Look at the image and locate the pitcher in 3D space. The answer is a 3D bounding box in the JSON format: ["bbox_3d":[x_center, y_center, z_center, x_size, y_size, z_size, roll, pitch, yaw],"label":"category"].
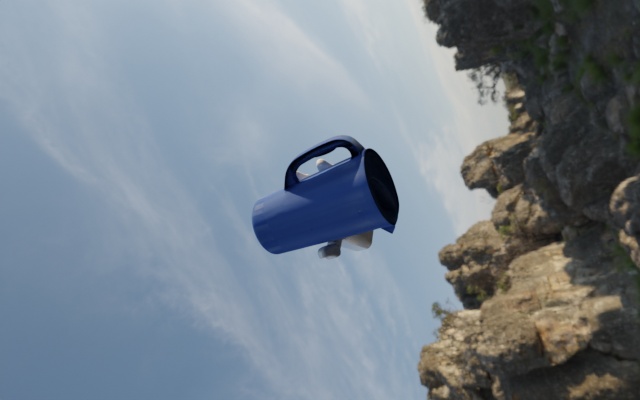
[{"bbox_3d":[0.000,0.003,0.822,0.243,0.149,0.145,-20,-25,25],"label":"pitcher"}]
